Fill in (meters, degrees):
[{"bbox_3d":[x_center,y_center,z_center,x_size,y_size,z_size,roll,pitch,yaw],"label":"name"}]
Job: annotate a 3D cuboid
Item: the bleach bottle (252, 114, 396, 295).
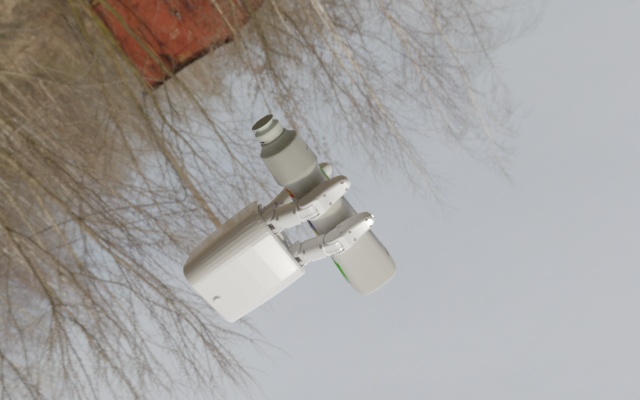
[{"bbox_3d":[0.000,0.002,0.579,0.068,0.251,0.102,-36,28,-1],"label":"bleach bottle"}]
